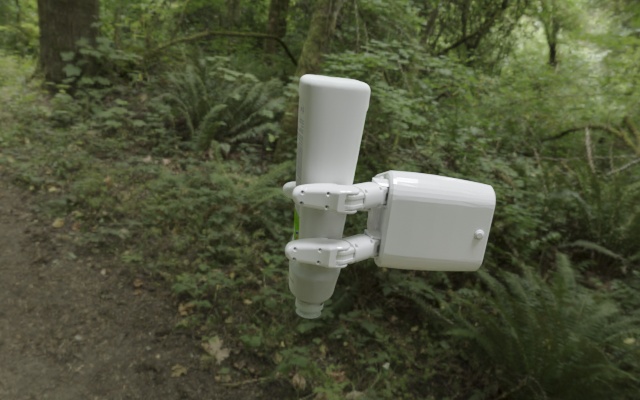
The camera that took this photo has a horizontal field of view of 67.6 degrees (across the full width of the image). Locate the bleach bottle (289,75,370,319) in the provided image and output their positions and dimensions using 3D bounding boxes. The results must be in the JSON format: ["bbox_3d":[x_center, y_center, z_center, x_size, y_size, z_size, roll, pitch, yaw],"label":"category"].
[{"bbox_3d":[0.000,0.002,0.499,0.068,0.251,0.102,5,17,-5],"label":"bleach bottle"}]
